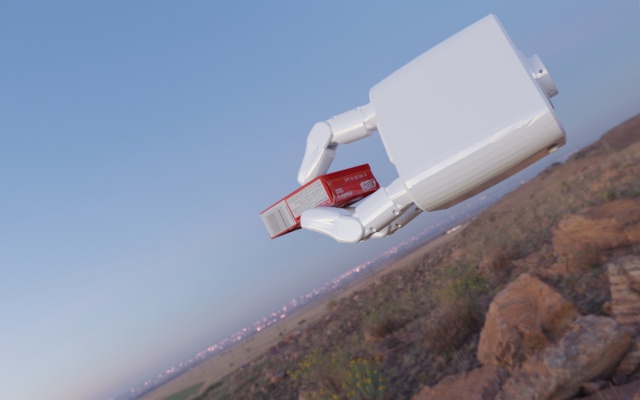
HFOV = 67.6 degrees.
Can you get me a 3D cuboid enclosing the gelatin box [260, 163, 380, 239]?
[{"bbox_3d":[0.000,0.001,0.442,0.089,0.030,0.073,-30,-9,39],"label":"gelatin box"}]
